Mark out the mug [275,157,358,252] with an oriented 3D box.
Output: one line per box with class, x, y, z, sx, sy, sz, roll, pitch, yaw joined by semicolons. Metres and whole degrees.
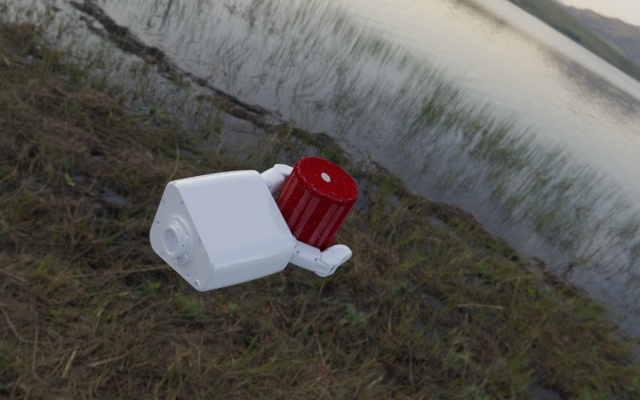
mug;0.001;0.002;0.571;0.117;0.081;0.093;-11;50;-47
